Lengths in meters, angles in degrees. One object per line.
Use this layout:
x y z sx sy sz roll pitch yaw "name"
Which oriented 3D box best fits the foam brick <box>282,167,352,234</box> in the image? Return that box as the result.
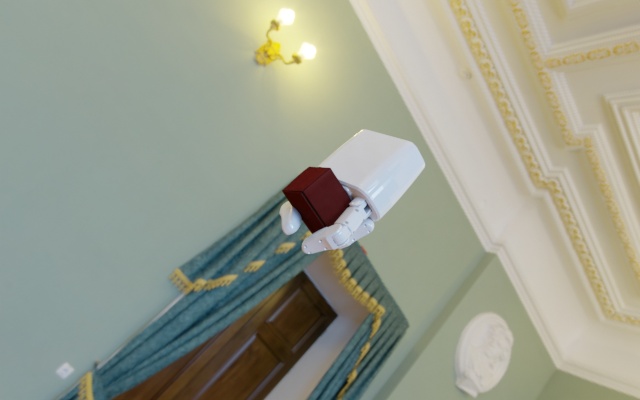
0.000 0.002 0.602 0.051 0.078 0.053 -44 26 -21 "foam brick"
